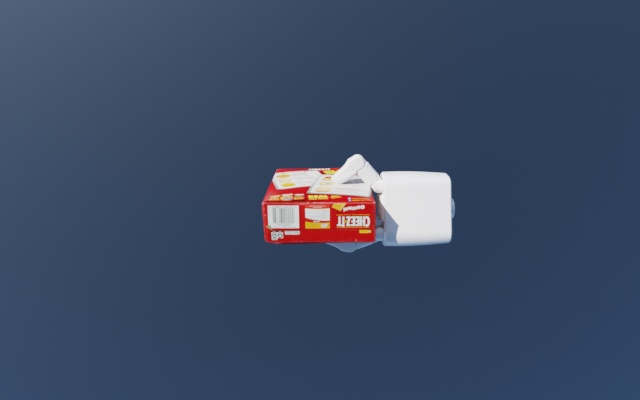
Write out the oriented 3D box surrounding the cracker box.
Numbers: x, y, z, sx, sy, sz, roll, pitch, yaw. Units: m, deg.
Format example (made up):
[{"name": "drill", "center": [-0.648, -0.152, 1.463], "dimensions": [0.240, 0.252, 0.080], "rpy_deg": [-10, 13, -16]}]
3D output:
[{"name": "cracker box", "center": [0.000, 0.002, 0.782], "dimensions": [0.164, 0.072, 0.213], "rpy_deg": [-1, 17, 1]}]
